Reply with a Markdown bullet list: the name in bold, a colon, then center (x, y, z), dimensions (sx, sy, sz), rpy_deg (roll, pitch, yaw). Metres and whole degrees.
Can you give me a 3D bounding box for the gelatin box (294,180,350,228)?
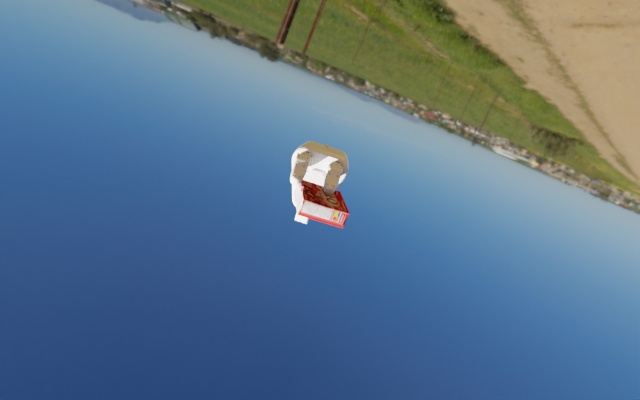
- **gelatin box**: center (0.000, 0.003, 0.731), dimensions (0.073, 0.030, 0.089), rpy_deg (18, 20, -14)
